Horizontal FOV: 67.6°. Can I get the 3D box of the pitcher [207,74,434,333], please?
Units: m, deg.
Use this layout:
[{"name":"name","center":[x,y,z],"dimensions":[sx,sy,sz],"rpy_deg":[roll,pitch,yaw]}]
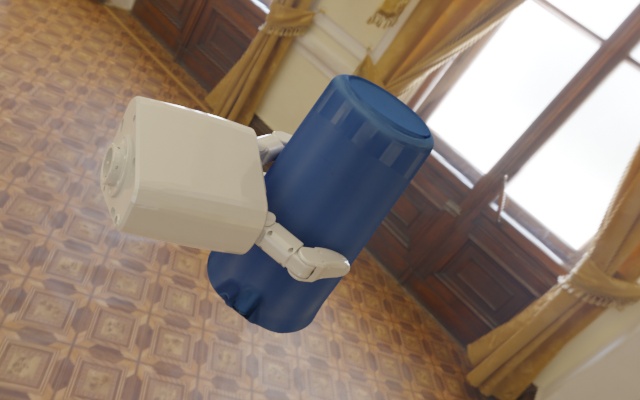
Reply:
[{"name":"pitcher","center":[0.000,0.002,0.478],"dimensions":[0.145,0.243,0.149],"rpy_deg":[14,33,-36]}]
